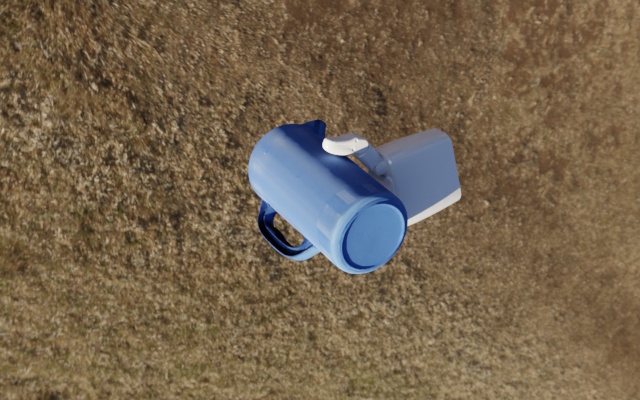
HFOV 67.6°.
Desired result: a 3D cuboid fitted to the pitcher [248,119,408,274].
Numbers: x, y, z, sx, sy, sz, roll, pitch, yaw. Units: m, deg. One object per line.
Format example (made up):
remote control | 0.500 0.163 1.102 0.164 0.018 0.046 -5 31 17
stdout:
pitcher | 0.000 0.002 0.645 0.145 0.149 0.242 -21 34 -19
